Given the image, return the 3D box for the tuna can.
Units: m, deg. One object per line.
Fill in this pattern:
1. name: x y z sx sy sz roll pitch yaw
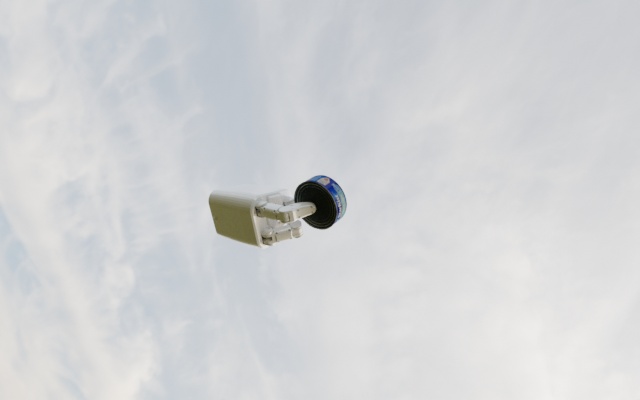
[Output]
1. tuna can: 0.001 0.002 0.782 0.086 0.086 0.033 0 23 39
